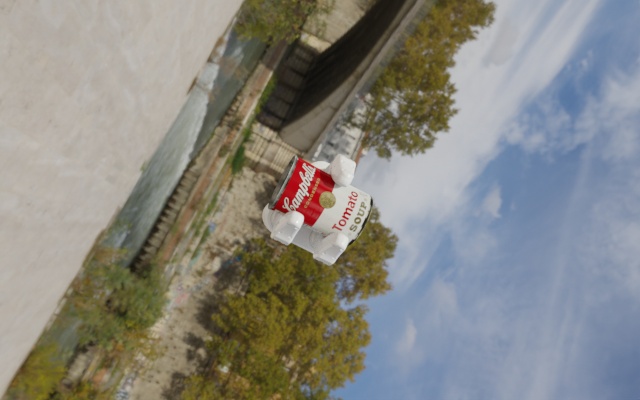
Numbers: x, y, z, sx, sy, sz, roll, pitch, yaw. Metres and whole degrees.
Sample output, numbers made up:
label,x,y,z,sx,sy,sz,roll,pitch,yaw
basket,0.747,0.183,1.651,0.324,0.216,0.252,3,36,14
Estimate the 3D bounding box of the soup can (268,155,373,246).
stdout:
label,x,y,z,sx,sy,sz,roll,pitch,yaw
soup can,0.000,0.002,0.546,0.102,0.068,0.068,27,-5,-10
